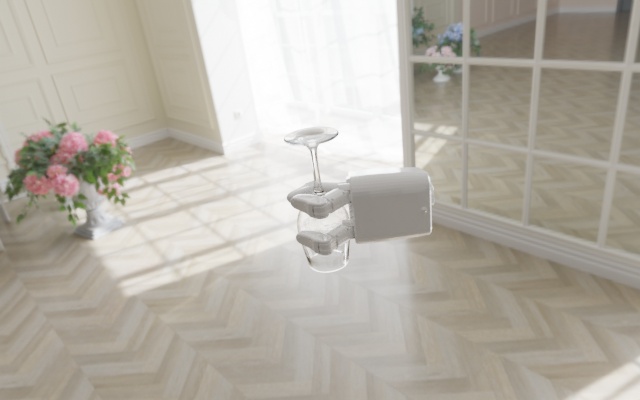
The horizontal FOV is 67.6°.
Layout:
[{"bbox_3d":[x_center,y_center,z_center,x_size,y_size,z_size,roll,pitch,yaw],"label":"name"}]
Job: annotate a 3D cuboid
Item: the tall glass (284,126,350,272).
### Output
[{"bbox_3d":[0.000,0.002,0.678,0.079,0.201,0.079,-6,25,3],"label":"tall glass"}]
